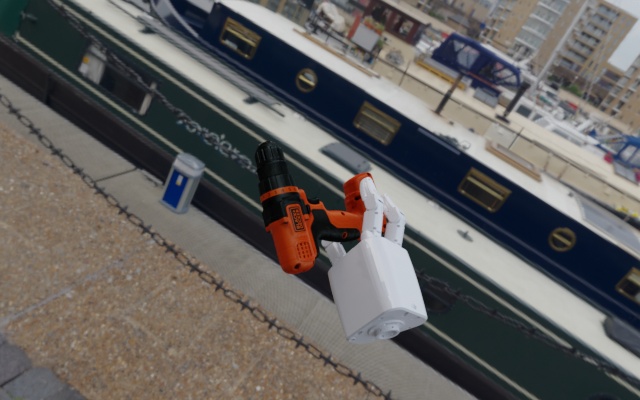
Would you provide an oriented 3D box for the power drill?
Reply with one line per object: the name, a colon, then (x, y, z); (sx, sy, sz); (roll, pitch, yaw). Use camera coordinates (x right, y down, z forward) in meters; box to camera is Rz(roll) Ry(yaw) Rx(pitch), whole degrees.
power drill: (0.001, 0.002, 0.682); (0.187, 0.184, 0.057); (-6, -13, -38)
